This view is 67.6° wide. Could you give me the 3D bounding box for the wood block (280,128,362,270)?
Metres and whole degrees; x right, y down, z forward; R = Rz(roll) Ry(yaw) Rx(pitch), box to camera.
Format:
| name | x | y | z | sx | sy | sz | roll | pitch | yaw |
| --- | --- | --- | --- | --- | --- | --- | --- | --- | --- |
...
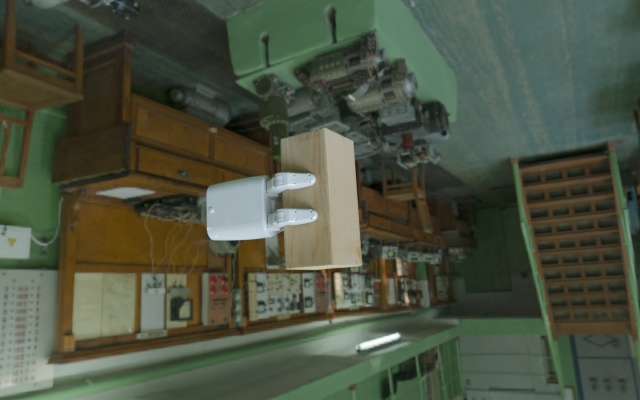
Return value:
| name | x | y | z | sx | sy | sz | roll | pitch | yaw |
| --- | --- | --- | --- | --- | --- | --- | --- | --- | --- |
| wood block | 0.000 | 0.003 | 0.756 | 0.090 | 0.206 | 0.091 | -10 | -13 | 31 |
